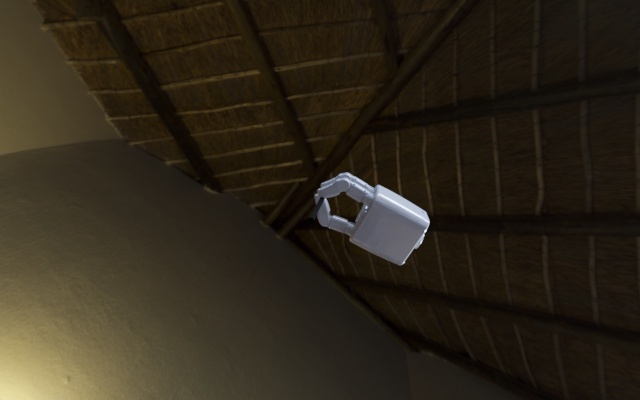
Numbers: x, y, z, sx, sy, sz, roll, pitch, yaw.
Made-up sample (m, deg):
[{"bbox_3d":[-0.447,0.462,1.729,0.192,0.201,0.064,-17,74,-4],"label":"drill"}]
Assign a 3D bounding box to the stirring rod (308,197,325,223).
[{"bbox_3d":[0.000,0.003,0.810,0.011,0.011,0.239,0,12,7],"label":"stirring rod"}]
